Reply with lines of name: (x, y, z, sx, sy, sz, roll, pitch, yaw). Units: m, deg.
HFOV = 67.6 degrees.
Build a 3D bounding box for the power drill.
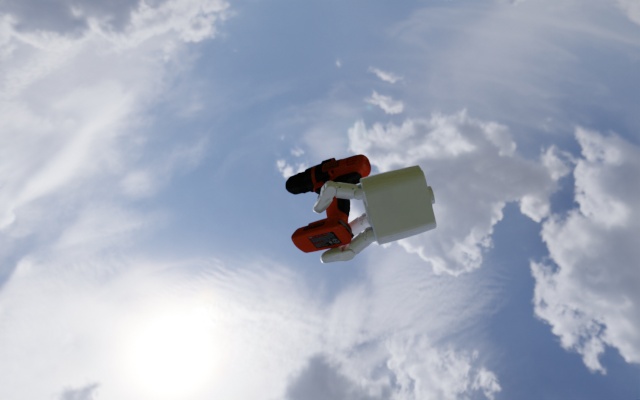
power drill: (0.000, 0.003, 0.883, 0.184, 0.187, 0.057, -16, -45, 29)
